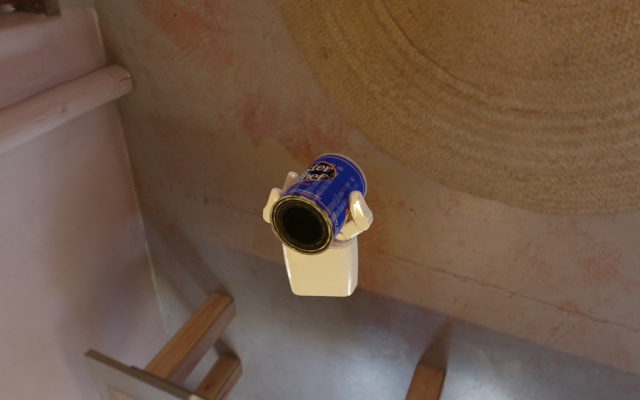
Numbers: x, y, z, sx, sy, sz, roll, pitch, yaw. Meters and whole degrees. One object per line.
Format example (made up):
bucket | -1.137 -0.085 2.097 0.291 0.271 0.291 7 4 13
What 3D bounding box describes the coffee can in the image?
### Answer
coffee can | 0.000 0.002 0.735 0.103 0.103 0.140 0 30 28
